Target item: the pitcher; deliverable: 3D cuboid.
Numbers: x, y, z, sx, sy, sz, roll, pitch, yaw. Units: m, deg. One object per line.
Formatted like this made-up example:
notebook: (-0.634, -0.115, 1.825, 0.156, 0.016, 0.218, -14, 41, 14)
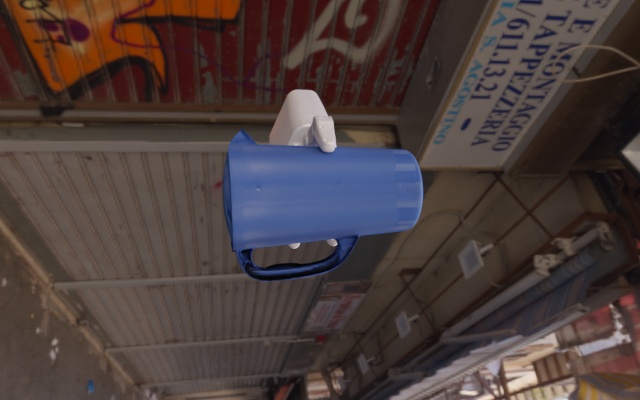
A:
pitcher: (0.000, 0.002, 0.607, 0.243, 0.149, 0.145, -2, 41, -12)
